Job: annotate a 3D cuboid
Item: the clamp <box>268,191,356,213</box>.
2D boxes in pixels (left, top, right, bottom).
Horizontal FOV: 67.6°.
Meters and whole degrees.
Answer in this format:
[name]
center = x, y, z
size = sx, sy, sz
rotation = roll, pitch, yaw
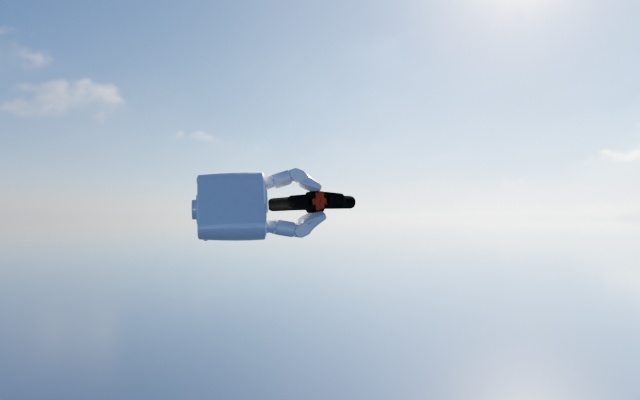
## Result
[clamp]
center = 0.000, 0.002, 0.806
size = 0.164, 0.036, 0.210
rotation = -3, -1, -12
